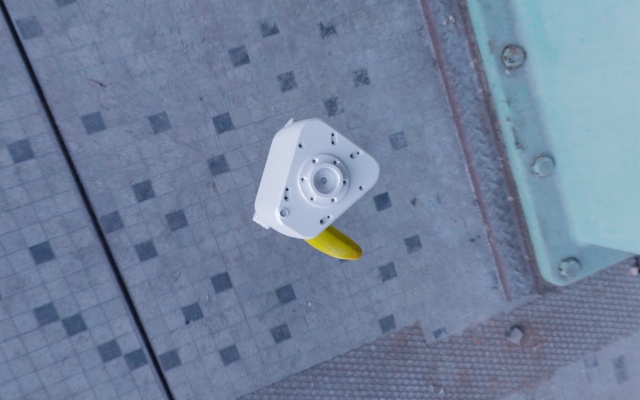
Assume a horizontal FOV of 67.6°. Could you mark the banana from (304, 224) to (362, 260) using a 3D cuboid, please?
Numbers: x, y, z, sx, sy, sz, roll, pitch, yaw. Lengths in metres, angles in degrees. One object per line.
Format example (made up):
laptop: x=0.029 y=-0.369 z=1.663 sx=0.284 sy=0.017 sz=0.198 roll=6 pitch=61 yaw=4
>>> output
banana: x=-0.016 y=0.009 z=0.624 sx=0.069 sy=0.198 sz=0.037 roll=-34 pitch=10 yaw=-17
